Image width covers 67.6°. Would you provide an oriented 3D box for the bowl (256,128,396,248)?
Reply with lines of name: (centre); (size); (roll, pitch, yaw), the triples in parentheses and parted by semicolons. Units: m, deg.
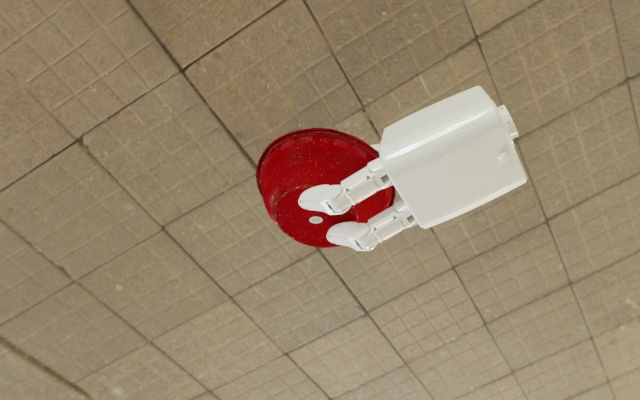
bowl: (-0.001, 0.003, 0.529); (0.162, 0.162, 0.055); (0, 42, 14)
